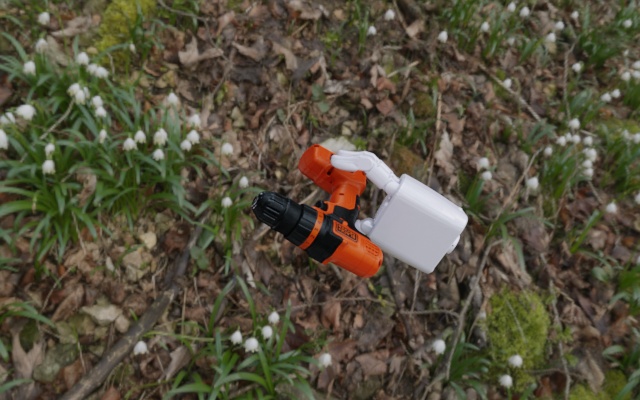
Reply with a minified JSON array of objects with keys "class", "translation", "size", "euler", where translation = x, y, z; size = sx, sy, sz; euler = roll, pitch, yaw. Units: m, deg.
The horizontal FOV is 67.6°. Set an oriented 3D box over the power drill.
[{"class":"power drill","translation":[0.000,0.002,0.650],"size":[0.184,0.187,0.057],"euler":[32,-56,-19]}]
